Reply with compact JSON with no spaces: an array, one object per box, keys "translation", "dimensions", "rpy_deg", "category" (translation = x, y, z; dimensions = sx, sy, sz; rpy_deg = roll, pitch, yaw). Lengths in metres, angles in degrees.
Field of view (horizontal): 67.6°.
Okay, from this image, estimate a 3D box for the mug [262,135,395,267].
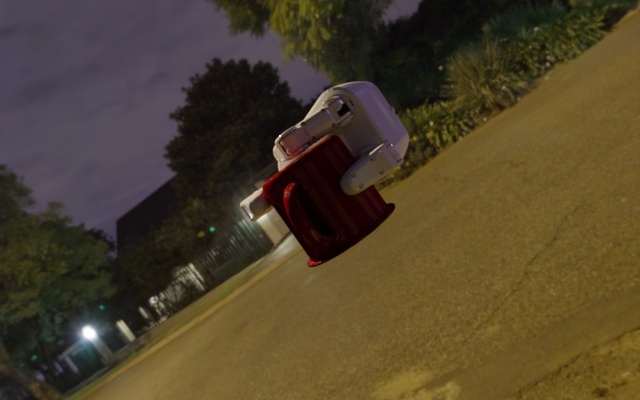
[{"translation":[-0.001,0.002,0.402],"dimensions":[0.093,0.081,0.117],"rpy_deg":[-33,5,25],"category":"mug"}]
